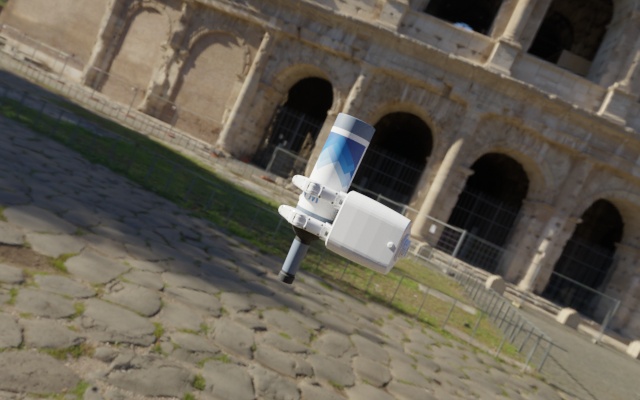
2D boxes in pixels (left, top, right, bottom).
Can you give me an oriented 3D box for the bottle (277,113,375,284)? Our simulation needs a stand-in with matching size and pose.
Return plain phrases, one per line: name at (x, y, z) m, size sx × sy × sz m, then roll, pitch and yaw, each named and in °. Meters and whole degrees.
bottle at (0.000, 0.002, 0.800) m, size 0.069 × 0.296 × 0.069 m, roll 24°, pitch 4°, yaw -2°
